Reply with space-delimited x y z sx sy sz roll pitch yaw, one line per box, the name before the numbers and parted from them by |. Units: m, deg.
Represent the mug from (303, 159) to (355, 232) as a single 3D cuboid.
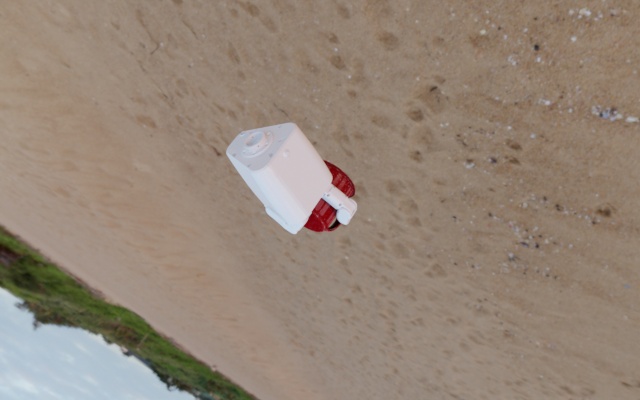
mug | 0.001 0.004 0.752 0.093 0.081 0.117 12 -32 43
